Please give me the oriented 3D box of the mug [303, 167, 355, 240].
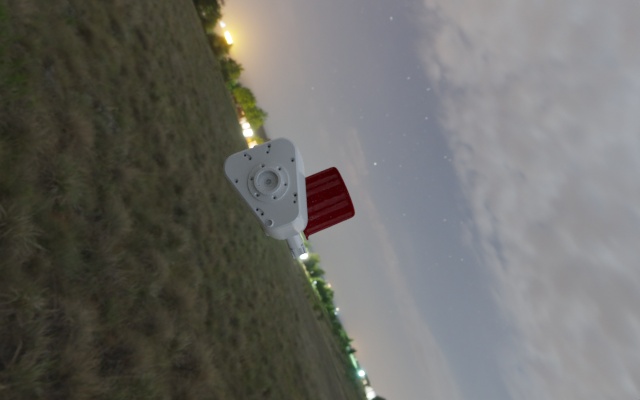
[{"bbox_3d":[0.000,0.003,0.721,0.081,0.093,0.117,-22,-7,-2],"label":"mug"}]
